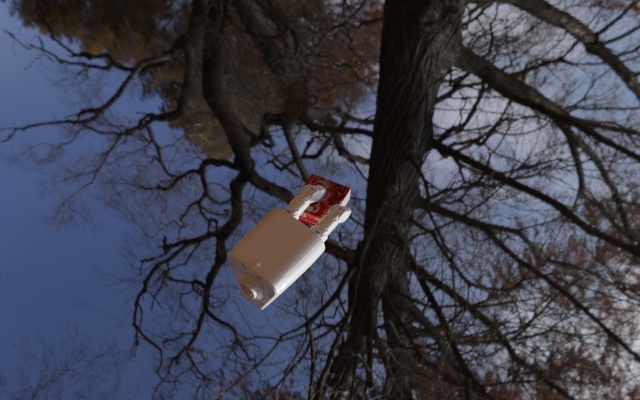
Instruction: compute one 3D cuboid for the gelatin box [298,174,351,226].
[{"bbox_3d":[0.000,0.003,0.788,0.073,0.030,0.089,21,48,13],"label":"gelatin box"}]
